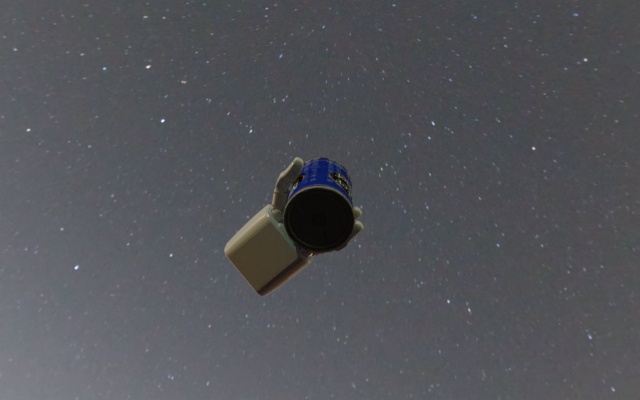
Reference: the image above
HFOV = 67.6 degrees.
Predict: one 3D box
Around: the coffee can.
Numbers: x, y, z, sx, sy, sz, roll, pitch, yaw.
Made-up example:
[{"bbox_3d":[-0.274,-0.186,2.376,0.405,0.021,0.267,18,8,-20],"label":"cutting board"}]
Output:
[{"bbox_3d":[0.000,0.002,0.745,0.103,0.103,0.140,0,23,2],"label":"coffee can"}]
